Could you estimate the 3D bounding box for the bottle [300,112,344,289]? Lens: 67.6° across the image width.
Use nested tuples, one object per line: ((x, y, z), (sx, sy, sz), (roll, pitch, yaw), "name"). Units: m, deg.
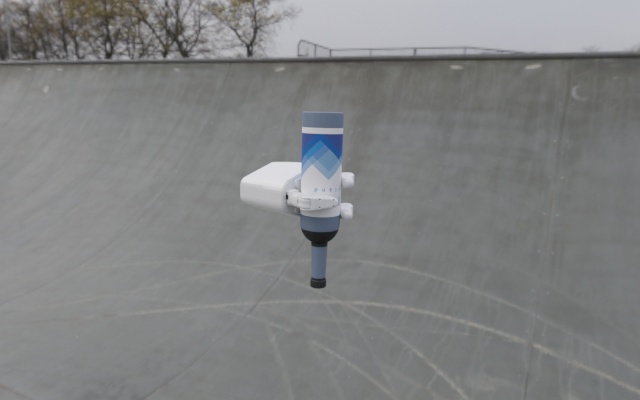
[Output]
((0.000, 0.002, 0.795), (0.069, 0.296, 0.069), (2, 11, 0), "bottle")
